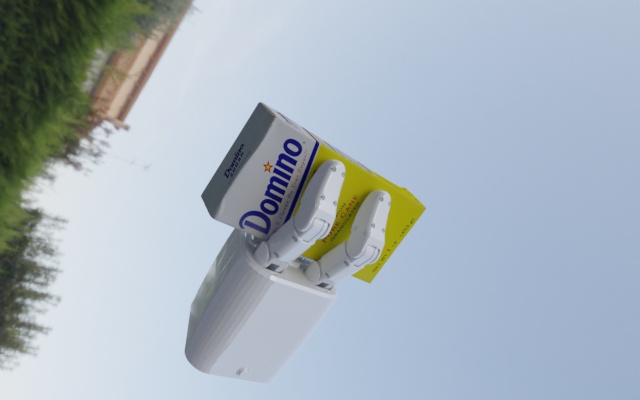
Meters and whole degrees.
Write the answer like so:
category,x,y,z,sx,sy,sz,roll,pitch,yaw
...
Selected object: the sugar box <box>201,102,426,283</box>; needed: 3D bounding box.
category,x,y,z,sx,sy,sz,roll,pitch,yaw
sugar box,0.000,0.002,0.406,0.176,0.093,0.048,25,14,-36
